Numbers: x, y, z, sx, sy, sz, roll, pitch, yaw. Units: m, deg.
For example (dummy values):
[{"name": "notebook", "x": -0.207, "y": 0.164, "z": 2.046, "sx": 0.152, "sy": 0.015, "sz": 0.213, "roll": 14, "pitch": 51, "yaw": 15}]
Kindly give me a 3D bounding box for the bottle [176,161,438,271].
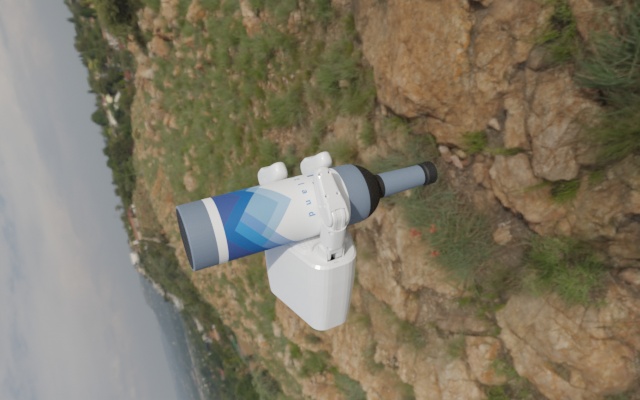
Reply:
[{"name": "bottle", "x": 0.000, "y": 0.002, "z": 0.518, "sx": 0.295, "sy": 0.069, "sz": 0.069, "roll": -15, "pitch": 6, "yaw": -21}]
